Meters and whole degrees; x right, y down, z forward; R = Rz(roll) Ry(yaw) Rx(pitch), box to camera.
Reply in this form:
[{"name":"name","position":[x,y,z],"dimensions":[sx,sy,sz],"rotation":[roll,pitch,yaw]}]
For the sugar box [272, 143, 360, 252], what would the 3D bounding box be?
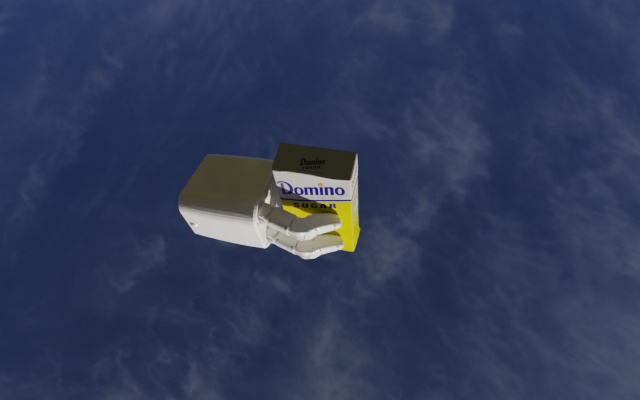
[{"name":"sugar box","position":[0.000,0.002,0.601],"dimensions":[0.093,0.048,0.176],"rotation":[8,-28,11]}]
